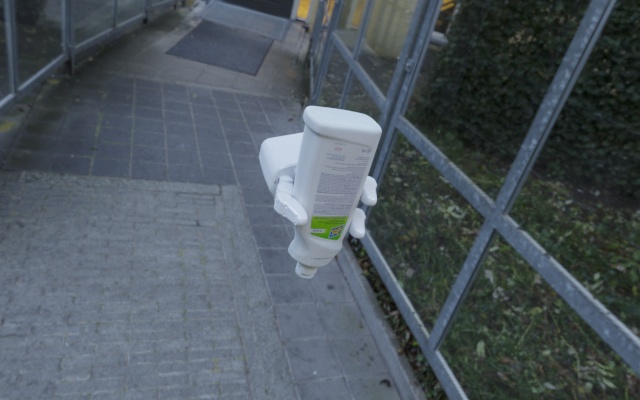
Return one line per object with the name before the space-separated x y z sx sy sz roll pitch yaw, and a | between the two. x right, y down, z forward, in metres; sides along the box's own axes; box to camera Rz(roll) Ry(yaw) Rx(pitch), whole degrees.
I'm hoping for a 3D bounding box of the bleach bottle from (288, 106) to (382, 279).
bleach bottle | 0.000 0.002 0.658 0.102 0.251 0.068 4 30 -23
